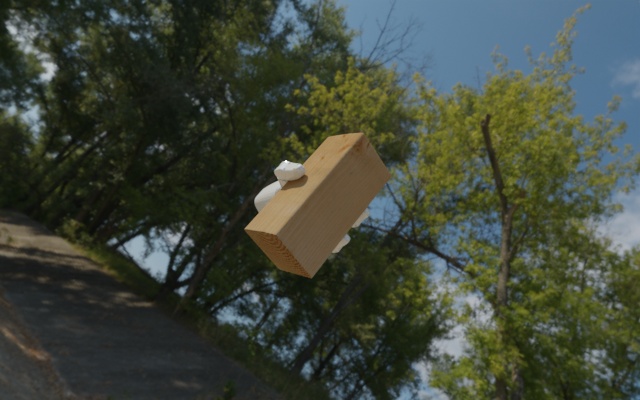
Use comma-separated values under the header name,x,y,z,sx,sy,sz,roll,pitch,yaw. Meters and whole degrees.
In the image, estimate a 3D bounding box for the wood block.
name,x,y,z,sx,sy,sz,roll,pitch,yaw
wood block,0.000,0.002,0.707,0.090,0.091,0.206,4,48,53
